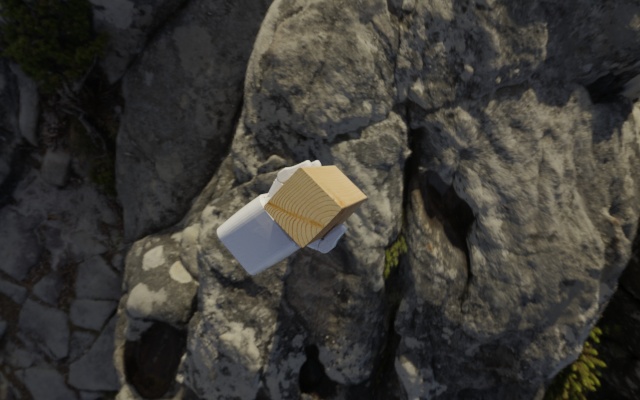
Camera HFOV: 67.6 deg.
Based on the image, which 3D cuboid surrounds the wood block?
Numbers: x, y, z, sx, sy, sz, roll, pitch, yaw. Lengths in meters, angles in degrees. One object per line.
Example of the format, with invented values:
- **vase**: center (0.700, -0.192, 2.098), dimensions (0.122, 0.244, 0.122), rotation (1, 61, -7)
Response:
- **wood block**: center (0.000, 0.003, 0.804), dimensions (0.090, 0.091, 0.206), rotation (-46, -8, 15)
